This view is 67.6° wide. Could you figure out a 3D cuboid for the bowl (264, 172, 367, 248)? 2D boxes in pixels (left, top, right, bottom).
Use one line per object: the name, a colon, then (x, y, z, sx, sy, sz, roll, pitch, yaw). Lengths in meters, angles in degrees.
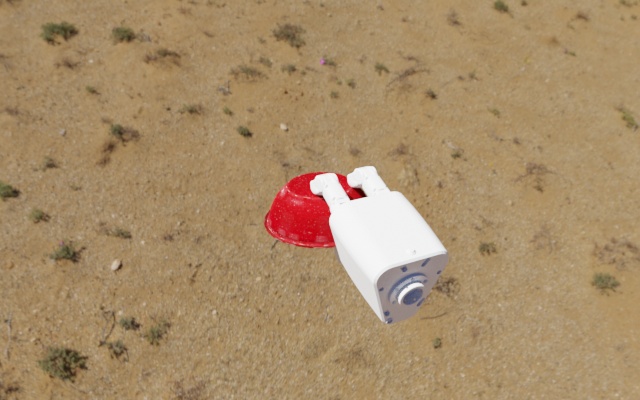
bowl: (-0.001, 0.001, 0.664, 0.162, 0.055, 0.162, -2, 25, 1)
